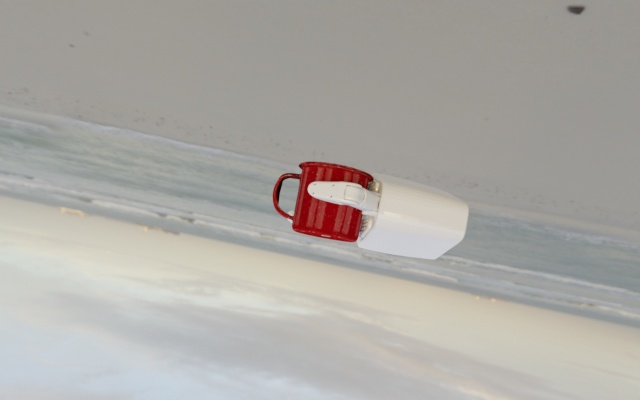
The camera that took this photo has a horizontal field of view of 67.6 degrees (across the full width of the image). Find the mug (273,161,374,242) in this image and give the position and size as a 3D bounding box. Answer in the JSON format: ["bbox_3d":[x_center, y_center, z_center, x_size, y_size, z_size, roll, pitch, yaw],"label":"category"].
[{"bbox_3d":[-0.001,0.002,0.576,0.117,0.081,0.093,11,-7,-4],"label":"mug"}]
